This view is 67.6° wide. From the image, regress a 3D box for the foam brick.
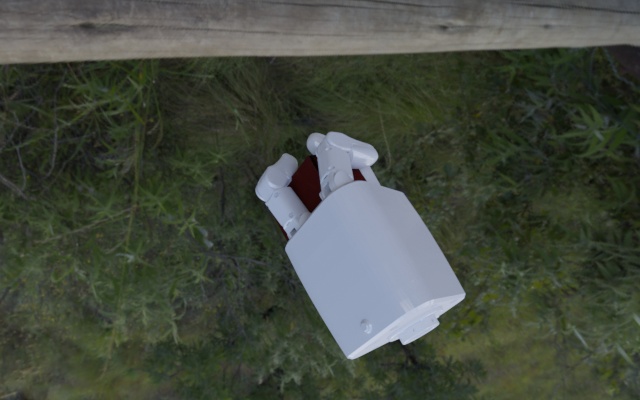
[{"bbox_3d":[0.000,0.002,0.437,0.053,0.051,0.078,-7,-32,-43],"label":"foam brick"}]
